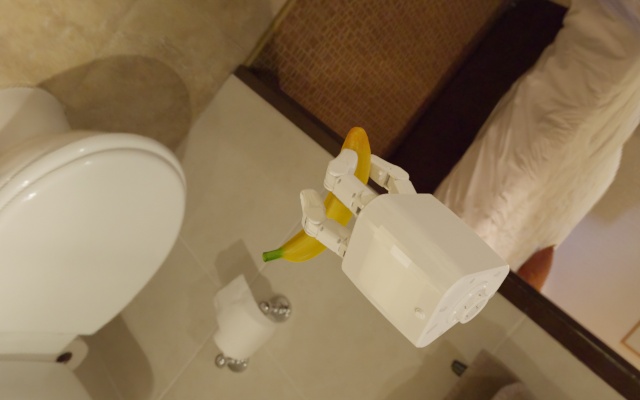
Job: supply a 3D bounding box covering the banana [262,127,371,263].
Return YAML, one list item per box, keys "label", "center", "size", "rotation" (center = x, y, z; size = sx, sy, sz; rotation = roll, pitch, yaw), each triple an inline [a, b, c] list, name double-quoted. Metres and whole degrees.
- label: "banana"
  center: [0.011, 0.007, 0.551]
  size: [0.069, 0.198, 0.037]
  rotation: [11, 31, -47]
